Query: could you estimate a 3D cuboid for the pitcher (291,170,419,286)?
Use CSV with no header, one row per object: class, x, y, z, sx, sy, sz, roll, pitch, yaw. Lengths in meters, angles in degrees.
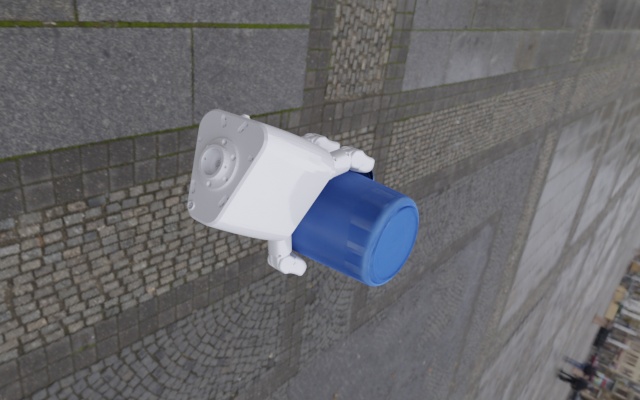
pitcher,0.000,0.002,0.596,0.242,0.149,0.145,24,3,35
